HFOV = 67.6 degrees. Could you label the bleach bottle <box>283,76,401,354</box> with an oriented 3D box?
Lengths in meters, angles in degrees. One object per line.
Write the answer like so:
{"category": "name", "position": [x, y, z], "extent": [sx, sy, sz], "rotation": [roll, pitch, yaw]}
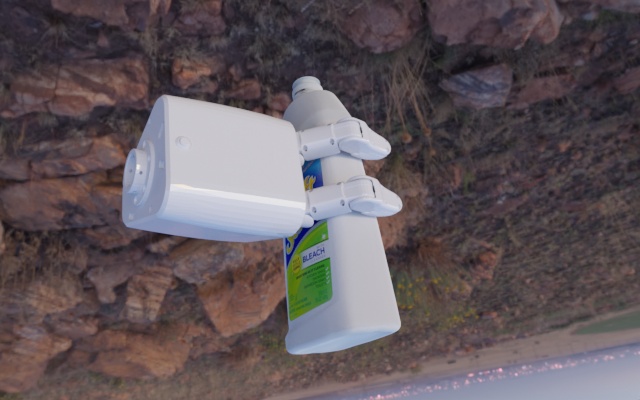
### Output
{"category": "bleach bottle", "position": [0.000, 0.001, 0.434], "extent": [0.068, 0.250, 0.103], "rotation": [8, -29, -35]}
